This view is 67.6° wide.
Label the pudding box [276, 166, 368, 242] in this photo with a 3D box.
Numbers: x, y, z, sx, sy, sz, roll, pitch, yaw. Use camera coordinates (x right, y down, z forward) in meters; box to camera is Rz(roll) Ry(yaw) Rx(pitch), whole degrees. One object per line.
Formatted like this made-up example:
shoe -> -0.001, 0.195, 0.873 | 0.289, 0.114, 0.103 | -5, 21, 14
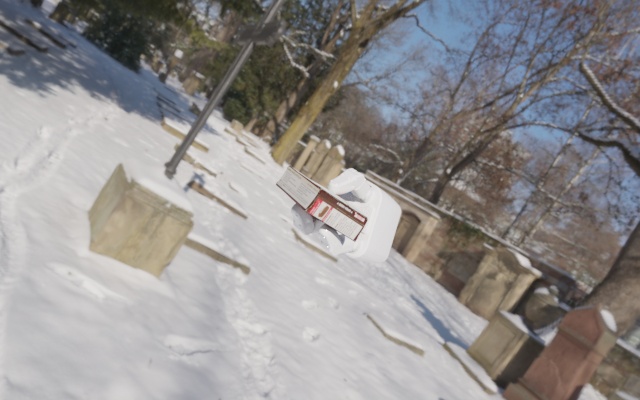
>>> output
pudding box -> 0.000, 0.002, 0.639 | 0.090, 0.039, 0.113 | 31, 2, -31
